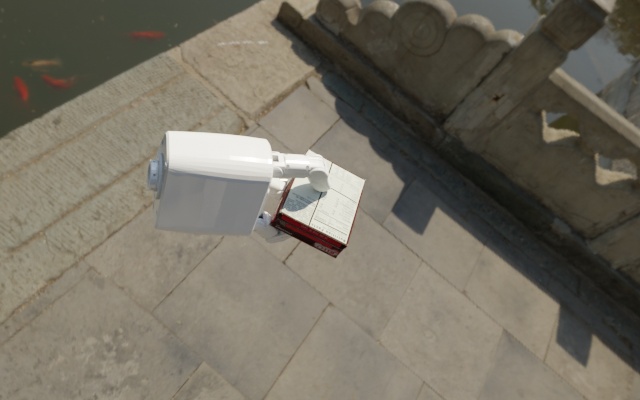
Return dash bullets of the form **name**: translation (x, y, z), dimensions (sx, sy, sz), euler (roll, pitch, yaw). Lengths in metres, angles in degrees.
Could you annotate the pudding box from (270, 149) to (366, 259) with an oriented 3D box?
- **pudding box**: translation (0.000, 0.002, 0.583), dimensions (0.090, 0.113, 0.039), euler (28, -38, -10)
